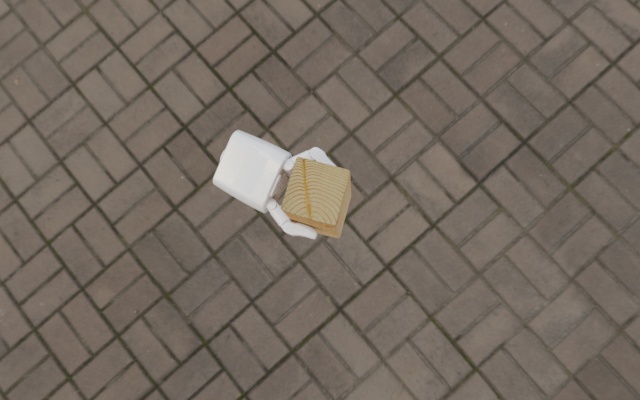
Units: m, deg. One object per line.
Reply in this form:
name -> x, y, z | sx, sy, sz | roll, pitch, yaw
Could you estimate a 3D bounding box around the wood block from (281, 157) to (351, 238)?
wood block -> 0.000, 0.003, 0.830 | 0.090, 0.091, 0.206 | 16, -8, 7
